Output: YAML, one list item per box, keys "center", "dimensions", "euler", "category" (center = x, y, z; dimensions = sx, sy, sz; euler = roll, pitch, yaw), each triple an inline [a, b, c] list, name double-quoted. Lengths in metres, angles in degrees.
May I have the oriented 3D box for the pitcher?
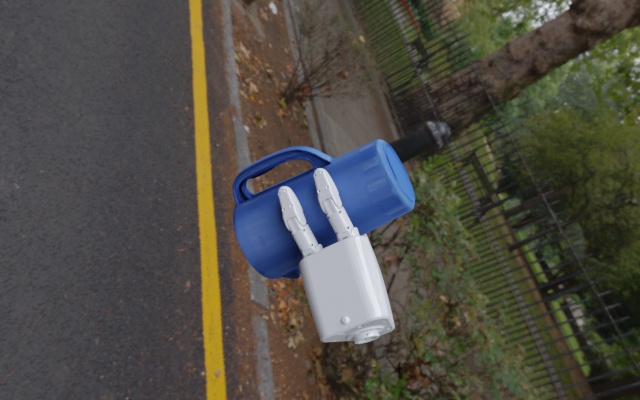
- center: [0.000, 0.002, 0.684]
  dimensions: [0.243, 0.145, 0.149]
  euler: [-26, -30, 20]
  category: "pitcher"
